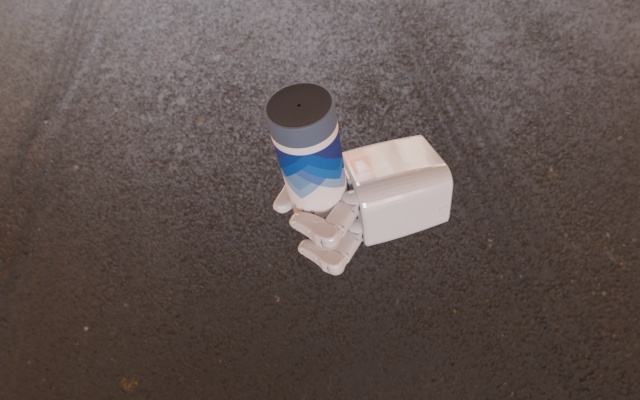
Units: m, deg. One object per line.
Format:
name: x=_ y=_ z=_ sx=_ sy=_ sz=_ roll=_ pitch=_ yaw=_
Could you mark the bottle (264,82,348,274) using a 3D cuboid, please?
bottle: x=0.000 y=0.002 z=0.556 sx=0.069 sy=0.069 sz=0.296 roll=0 pitch=-38 yaw=10
